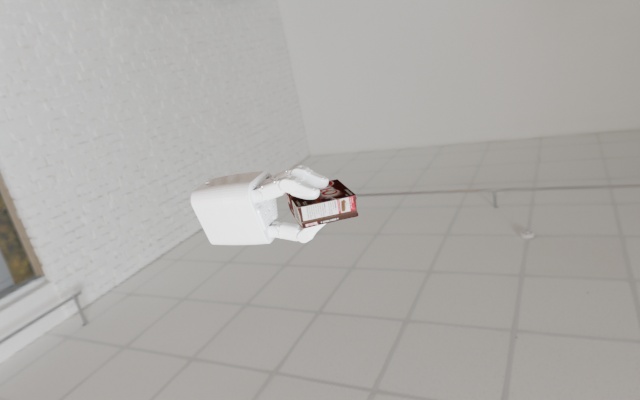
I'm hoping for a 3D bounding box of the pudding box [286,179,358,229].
[{"bbox_3d":[0.000,0.003,0.739,0.090,0.039,0.113,-13,19,-10],"label":"pudding box"}]
